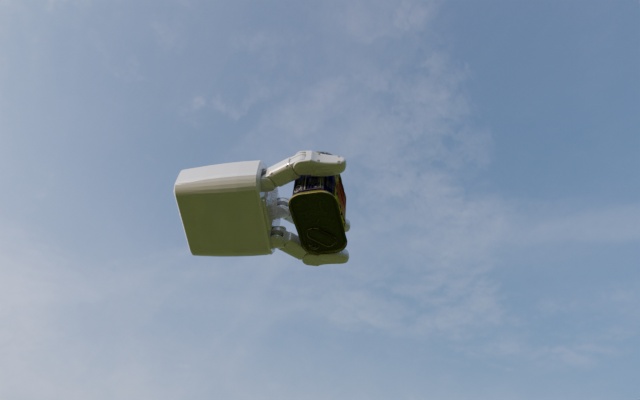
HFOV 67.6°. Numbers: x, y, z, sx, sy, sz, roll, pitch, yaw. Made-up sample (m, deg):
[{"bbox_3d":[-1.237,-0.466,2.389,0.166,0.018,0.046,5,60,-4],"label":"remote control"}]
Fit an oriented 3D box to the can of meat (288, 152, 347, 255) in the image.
[{"bbox_3d":[0.000,0.002,0.593,0.057,0.102,0.083,-7,41,10],"label":"can of meat"}]
